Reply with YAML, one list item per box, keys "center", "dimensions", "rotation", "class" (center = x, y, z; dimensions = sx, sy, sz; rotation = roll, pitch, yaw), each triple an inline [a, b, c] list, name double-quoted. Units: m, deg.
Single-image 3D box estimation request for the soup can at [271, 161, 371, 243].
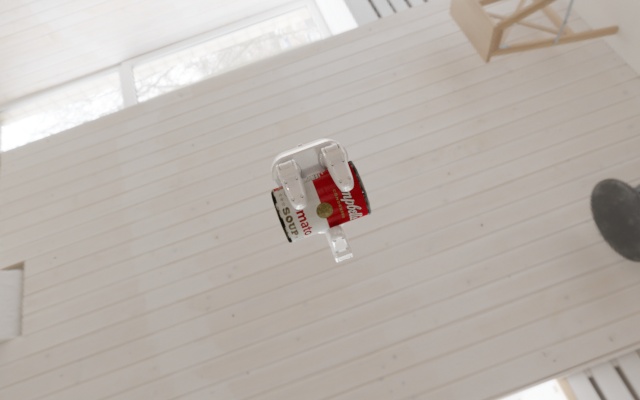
- center: [0.000, 0.002, 0.561]
  dimensions: [0.102, 0.068, 0.068]
  rotation: [-20, 0, -2]
  class: "soup can"
